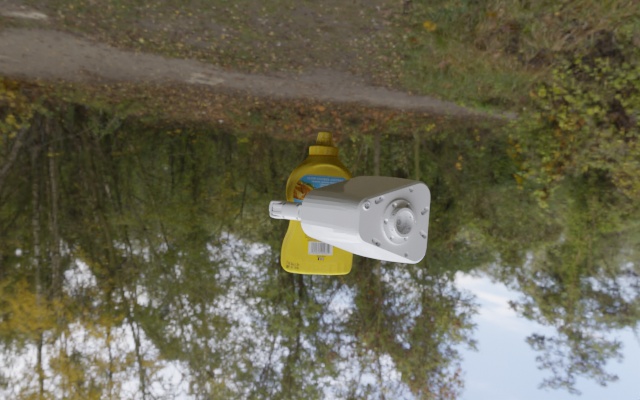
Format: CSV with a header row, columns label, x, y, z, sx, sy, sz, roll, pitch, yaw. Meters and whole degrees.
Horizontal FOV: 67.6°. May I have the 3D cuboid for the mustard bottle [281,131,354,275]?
label,x,y,z,sx,sy,sz,roll,pitch,yaw
mustard bottle,0.000,0.002,0.653,0.096,0.191,0.058,4,1,-10
